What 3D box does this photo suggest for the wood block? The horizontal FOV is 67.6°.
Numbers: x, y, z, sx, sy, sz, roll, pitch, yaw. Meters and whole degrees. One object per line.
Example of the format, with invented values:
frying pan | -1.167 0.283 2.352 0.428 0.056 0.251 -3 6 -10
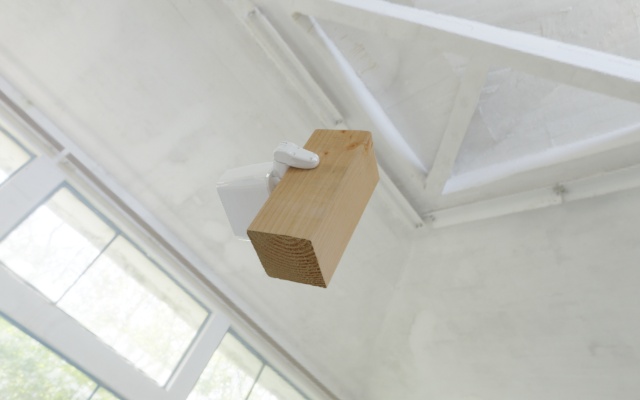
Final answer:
wood block | 0.000 0.002 0.635 0.090 0.091 0.206 7 46 26
